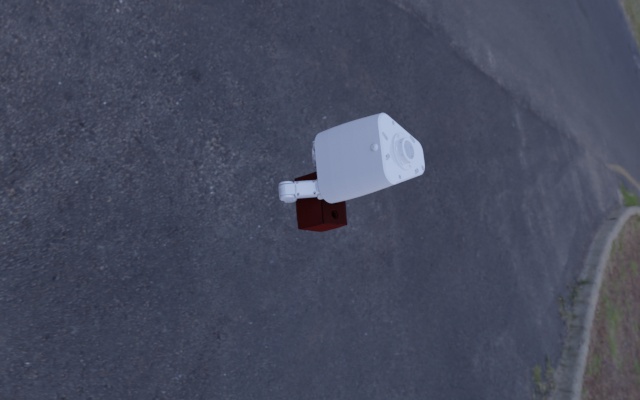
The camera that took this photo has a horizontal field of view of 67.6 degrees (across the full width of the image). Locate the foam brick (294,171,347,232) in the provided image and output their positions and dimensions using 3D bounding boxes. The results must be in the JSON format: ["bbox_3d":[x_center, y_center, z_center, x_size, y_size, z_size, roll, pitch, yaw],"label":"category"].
[{"bbox_3d":[0.000,0.003,0.686,0.051,0.078,0.053,-14,-14,39],"label":"foam brick"}]
